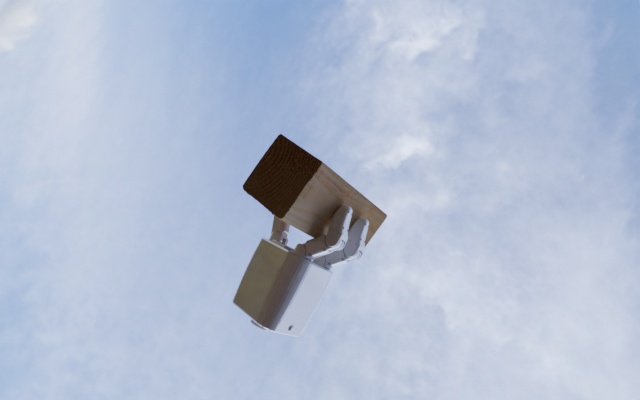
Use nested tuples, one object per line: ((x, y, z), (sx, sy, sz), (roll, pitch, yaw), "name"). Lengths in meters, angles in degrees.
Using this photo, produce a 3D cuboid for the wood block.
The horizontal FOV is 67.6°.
((0.000, 0.002, 0.681), (0.090, 0.090, 0.206), (36, 1, 36), "wood block")
